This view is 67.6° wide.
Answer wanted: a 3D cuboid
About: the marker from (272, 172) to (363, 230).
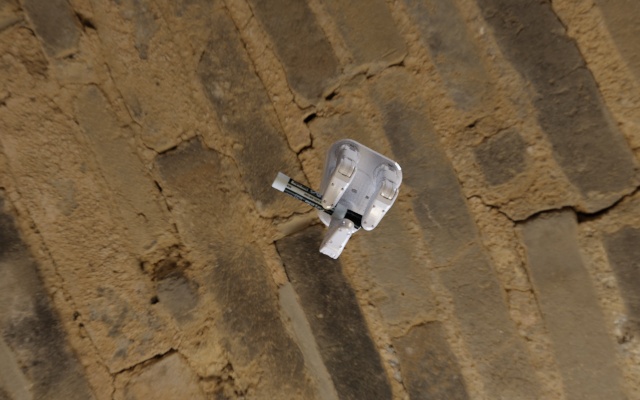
[{"bbox_3d":[0.000,0.002,0.568,0.121,0.020,0.020,27,-3,-5],"label":"marker"}]
